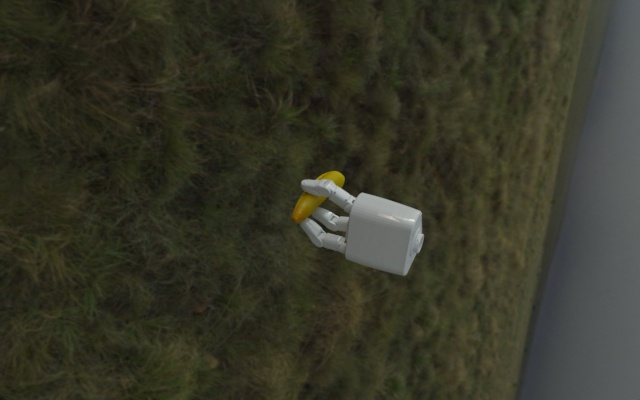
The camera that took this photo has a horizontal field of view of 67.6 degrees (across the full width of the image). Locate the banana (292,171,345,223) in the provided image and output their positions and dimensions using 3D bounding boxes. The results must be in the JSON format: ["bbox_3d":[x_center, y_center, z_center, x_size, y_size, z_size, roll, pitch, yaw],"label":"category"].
[{"bbox_3d":[0.005,-0.015,0.866,0.037,0.070,0.197,20,21,17],"label":"banana"}]
